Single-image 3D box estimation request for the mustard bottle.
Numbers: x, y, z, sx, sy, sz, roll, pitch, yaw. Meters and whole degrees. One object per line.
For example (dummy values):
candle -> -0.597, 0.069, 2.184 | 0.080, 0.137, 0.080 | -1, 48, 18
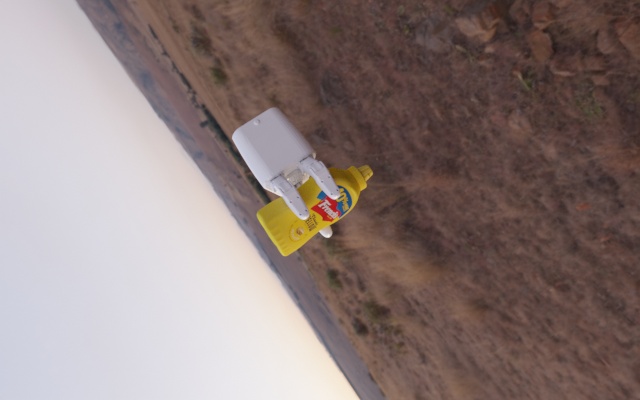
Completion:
mustard bottle -> 0.000, 0.003, 0.750 | 0.191, 0.096, 0.058 | -34, 47, -9
